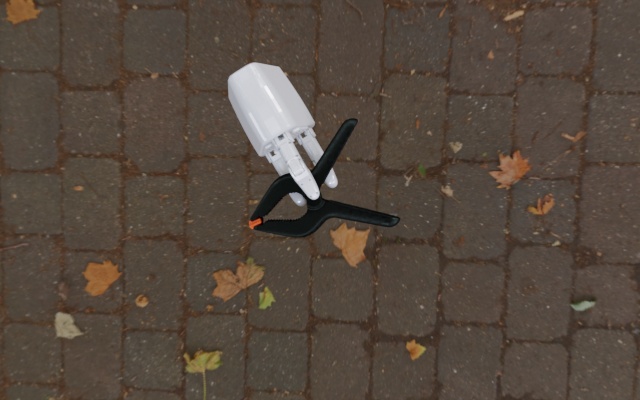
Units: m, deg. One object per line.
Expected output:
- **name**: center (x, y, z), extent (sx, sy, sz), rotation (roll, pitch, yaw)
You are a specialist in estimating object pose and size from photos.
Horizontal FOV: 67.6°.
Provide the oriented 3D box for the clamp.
- **clamp**: center (-0.001, 0.002, 0.685), extent (0.210, 0.164, 0.036), rotation (-30, 0, 5)
